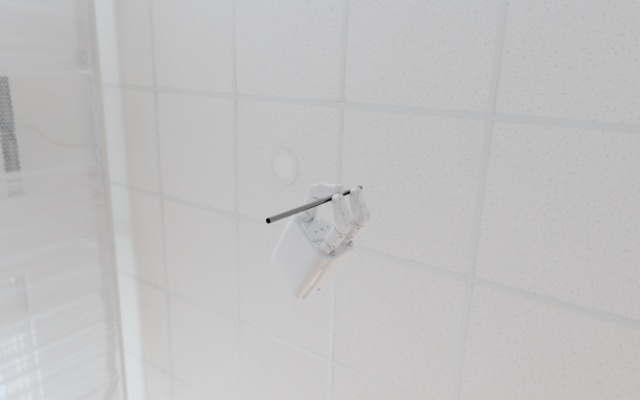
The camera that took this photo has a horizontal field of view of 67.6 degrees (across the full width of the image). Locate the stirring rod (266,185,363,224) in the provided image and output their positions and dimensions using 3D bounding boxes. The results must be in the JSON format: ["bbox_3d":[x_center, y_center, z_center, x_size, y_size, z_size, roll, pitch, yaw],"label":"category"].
[{"bbox_3d":[0.000,0.002,0.710,0.011,0.011,0.239,0,11,35],"label":"stirring rod"}]
